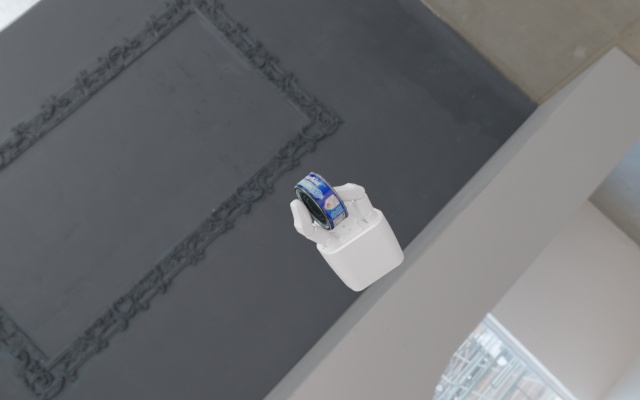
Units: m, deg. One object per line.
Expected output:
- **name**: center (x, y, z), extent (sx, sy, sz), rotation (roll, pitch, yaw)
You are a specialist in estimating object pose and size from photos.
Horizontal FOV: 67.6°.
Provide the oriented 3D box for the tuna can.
- **tuna can**: center (0.000, 0.003, 0.700), extent (0.033, 0.086, 0.086), rotation (-39, 11, -14)
